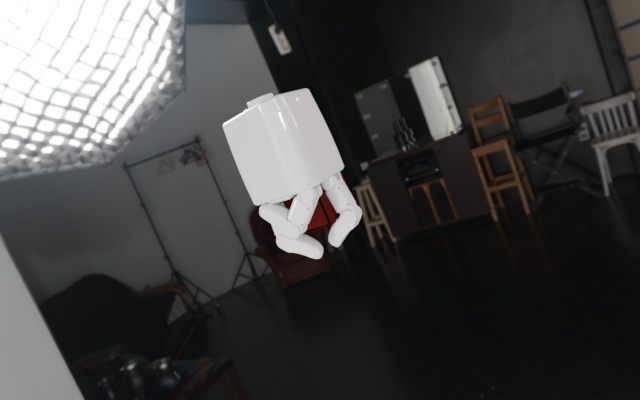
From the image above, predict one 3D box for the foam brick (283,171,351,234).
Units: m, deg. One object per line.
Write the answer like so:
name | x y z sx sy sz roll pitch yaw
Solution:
foam brick | 0.000 0.002 0.608 0.053 0.051 0.078 -20 8 32
